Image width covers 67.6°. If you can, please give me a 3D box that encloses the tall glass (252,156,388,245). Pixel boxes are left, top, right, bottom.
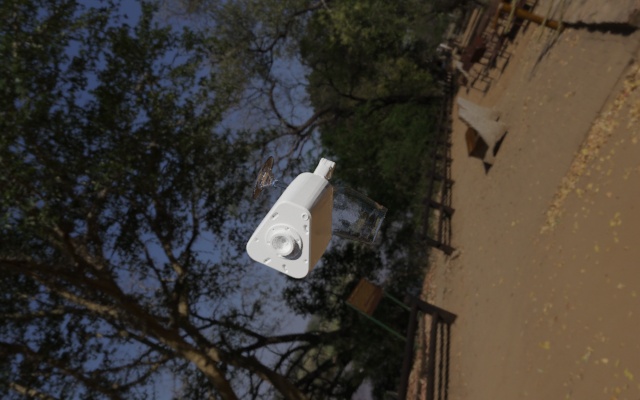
[{"bbox_3d":[0.000,0.002,0.745,0.201,0.079,0.079,23,2,6],"label":"tall glass"}]
